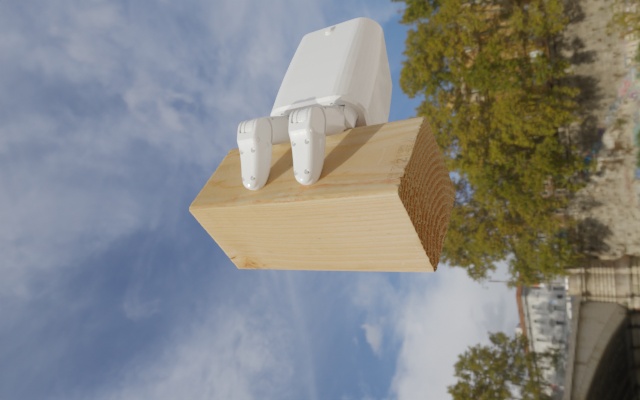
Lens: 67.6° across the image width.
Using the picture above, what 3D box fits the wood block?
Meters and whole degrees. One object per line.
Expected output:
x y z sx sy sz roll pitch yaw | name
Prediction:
0.000 0.001 0.424 0.206 0.090 0.091 -5 -47 34 | wood block
